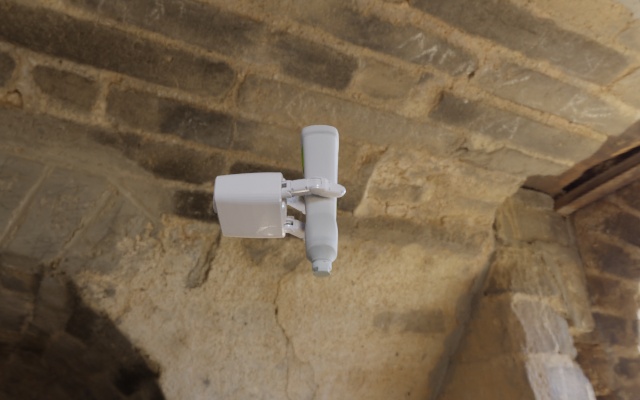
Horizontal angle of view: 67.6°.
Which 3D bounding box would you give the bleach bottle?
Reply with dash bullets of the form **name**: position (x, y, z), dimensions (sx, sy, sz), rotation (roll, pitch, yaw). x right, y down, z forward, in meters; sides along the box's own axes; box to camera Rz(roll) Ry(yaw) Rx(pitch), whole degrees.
- **bleach bottle**: position (0.000, 0.003, 0.801), dimensions (0.068, 0.250, 0.103), rotation (-1, -30, 0)
